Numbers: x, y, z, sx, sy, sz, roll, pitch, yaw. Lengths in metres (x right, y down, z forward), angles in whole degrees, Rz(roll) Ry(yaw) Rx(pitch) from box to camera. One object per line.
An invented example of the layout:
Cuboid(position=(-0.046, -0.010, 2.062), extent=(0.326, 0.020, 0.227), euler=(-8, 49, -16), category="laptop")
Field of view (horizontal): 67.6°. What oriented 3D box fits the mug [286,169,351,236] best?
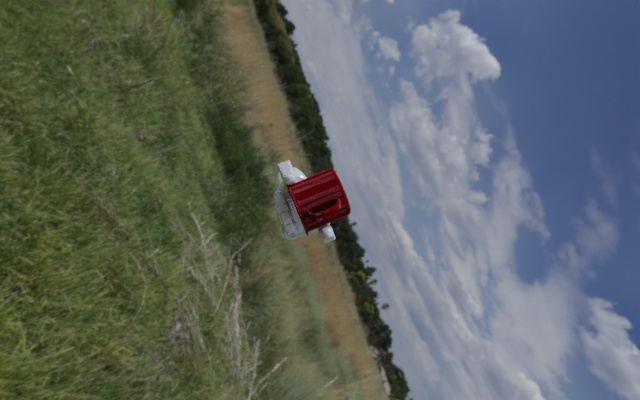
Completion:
Cuboid(position=(0.001, 0.003, 0.768), extent=(0.081, 0.093, 0.117), euler=(-22, 18, -3), category="mug")
